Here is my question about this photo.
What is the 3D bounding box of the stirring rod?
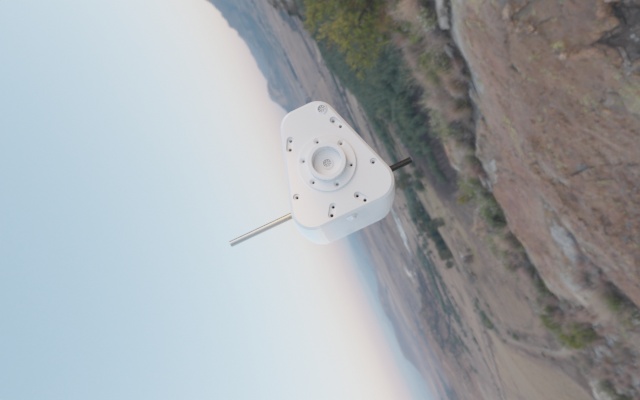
[{"bbox_3d":[0.000,0.002,0.577,0.239,0.011,0.011,-25,0,1],"label":"stirring rod"}]
